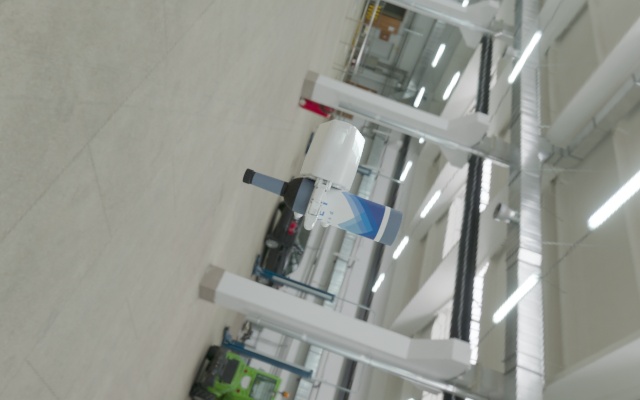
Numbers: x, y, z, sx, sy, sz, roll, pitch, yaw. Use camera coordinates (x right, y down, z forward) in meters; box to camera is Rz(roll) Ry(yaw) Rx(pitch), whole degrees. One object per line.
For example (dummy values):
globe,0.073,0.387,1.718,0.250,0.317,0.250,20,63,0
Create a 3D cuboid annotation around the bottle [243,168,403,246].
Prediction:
bottle,0.000,0.003,0.874,0.296,0.069,0.069,20,0,1
